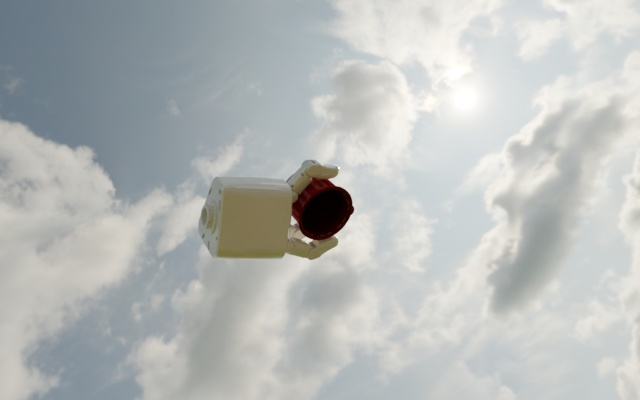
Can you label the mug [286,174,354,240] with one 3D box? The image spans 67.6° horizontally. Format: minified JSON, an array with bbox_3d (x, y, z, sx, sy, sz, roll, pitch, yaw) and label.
[{"bbox_3d":[0.001,0.002,0.751,0.117,0.093,0.081,4,25,-34],"label":"mug"}]
